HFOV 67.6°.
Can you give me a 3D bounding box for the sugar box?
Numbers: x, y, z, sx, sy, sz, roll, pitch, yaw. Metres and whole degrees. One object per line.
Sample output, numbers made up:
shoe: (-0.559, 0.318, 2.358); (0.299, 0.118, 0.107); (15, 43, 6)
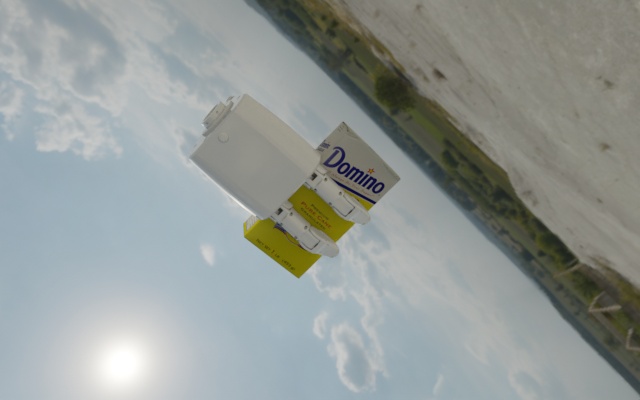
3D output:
sugar box: (0.000, 0.002, 0.573); (0.093, 0.176, 0.048); (40, 13, -22)
